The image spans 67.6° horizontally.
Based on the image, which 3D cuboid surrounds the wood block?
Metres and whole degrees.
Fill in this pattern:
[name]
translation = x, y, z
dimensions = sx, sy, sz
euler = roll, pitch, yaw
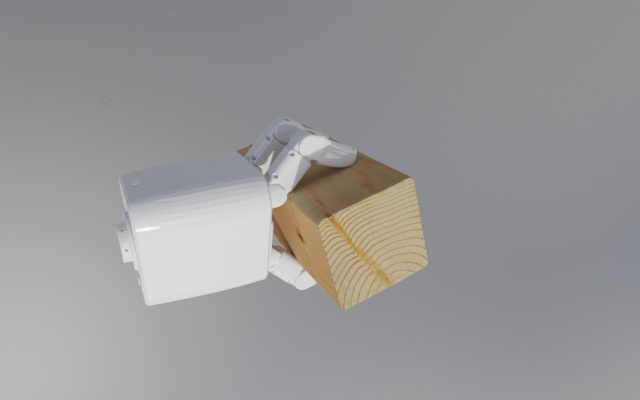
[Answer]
[wood block]
translation = 0.000, 0.002, 0.465
dimensions = 0.090, 0.091, 0.206
euler = -25, 30, -17
